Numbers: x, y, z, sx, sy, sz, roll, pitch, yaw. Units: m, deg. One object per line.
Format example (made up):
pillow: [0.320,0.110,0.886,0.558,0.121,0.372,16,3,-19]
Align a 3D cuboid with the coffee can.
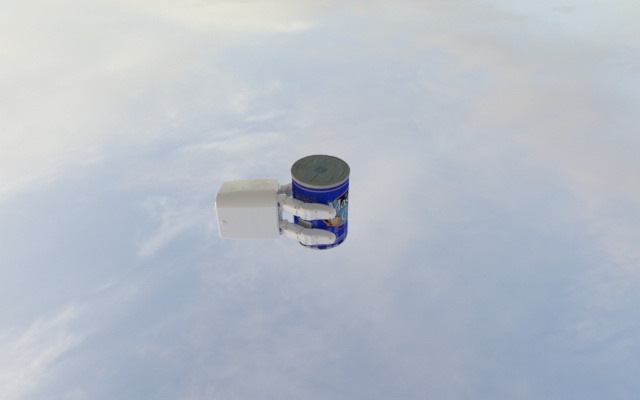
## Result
coffee can: [0.000,0.003,0.859,0.103,0.140,0.102,0,35,0]
